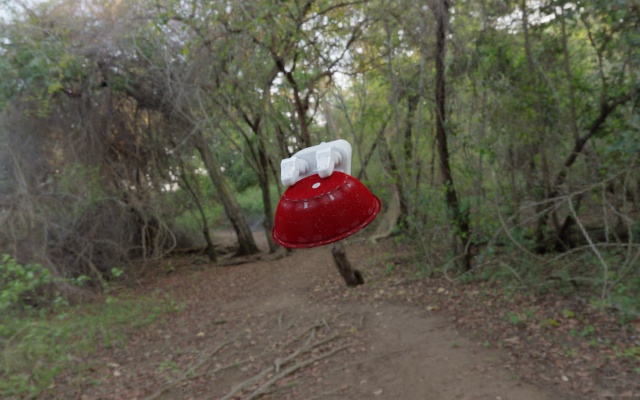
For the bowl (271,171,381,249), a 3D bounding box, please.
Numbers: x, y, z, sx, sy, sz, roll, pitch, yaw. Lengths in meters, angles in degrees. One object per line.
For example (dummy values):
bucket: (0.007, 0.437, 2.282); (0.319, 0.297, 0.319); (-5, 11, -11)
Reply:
bowl: (0.000, 0.002, 0.665); (0.162, 0.055, 0.162); (-16, 22, 7)
